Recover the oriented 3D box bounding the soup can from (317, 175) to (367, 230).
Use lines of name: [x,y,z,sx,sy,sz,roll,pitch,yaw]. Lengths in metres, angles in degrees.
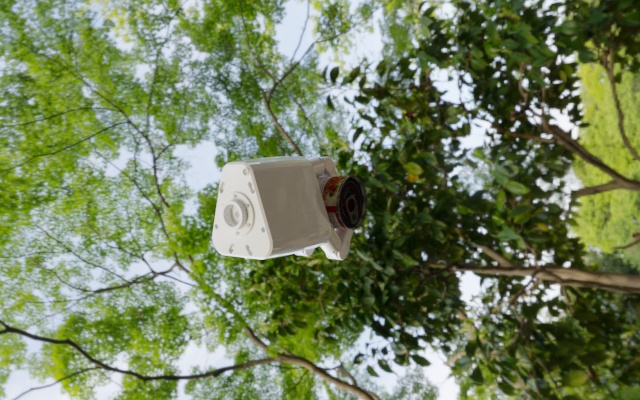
soup can: [0.000,0.002,0.623,0.102,0.068,0.068,1,1,36]
